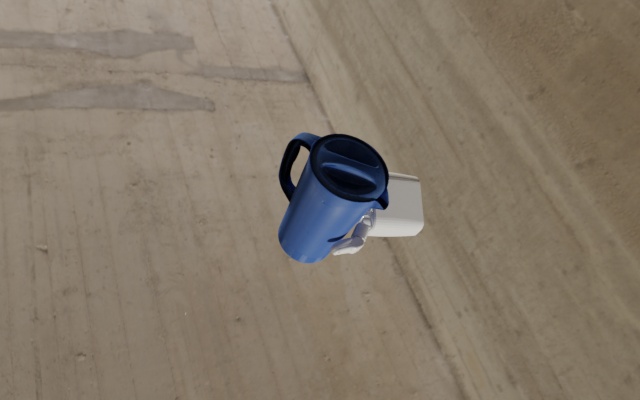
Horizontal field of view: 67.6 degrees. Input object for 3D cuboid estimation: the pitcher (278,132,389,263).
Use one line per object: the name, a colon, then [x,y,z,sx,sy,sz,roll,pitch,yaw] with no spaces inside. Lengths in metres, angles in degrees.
pitcher: [0.000,0.003,0.823,0.145,0.149,0.243,3,-34,-22]
